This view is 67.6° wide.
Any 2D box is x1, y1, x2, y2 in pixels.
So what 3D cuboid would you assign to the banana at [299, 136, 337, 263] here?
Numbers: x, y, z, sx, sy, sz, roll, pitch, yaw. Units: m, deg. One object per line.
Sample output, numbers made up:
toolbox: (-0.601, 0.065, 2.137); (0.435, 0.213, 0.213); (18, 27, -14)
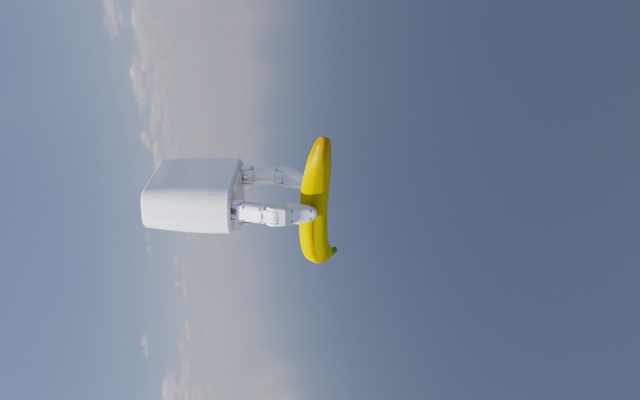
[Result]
banana: (-0.005, 0.016, 0.611); (0.037, 0.198, 0.069); (8, 41, 13)
